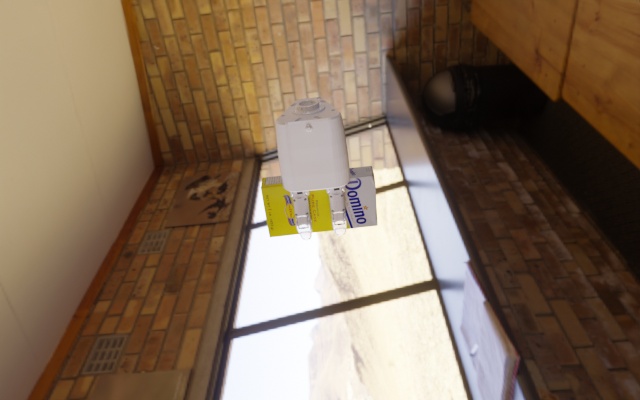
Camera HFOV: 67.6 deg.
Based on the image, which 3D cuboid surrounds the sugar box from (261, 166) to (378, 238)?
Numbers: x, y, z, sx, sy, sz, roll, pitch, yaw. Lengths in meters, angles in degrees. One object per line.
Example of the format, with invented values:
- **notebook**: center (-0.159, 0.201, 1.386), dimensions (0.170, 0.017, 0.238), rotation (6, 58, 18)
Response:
- **sugar box**: center (0.000, 0.003, 0.759), dimensions (0.176, 0.093, 0.048), rotation (-6, 26, 3)
